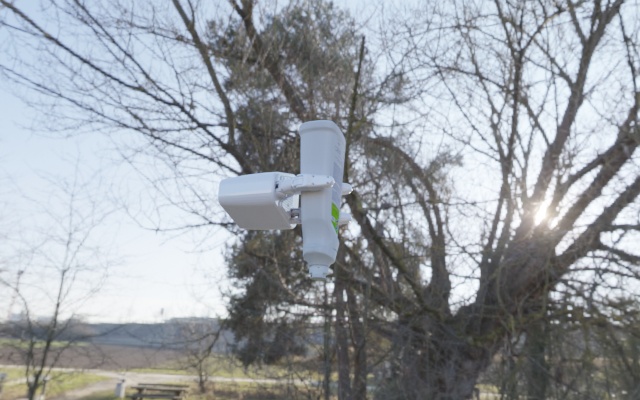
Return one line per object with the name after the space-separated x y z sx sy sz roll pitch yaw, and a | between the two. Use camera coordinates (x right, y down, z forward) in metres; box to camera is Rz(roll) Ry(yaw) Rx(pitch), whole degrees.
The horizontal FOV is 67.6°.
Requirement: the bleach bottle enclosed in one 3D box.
0.000 0.003 0.787 0.068 0.250 0.103 -3 -19 19 | bleach bottle
